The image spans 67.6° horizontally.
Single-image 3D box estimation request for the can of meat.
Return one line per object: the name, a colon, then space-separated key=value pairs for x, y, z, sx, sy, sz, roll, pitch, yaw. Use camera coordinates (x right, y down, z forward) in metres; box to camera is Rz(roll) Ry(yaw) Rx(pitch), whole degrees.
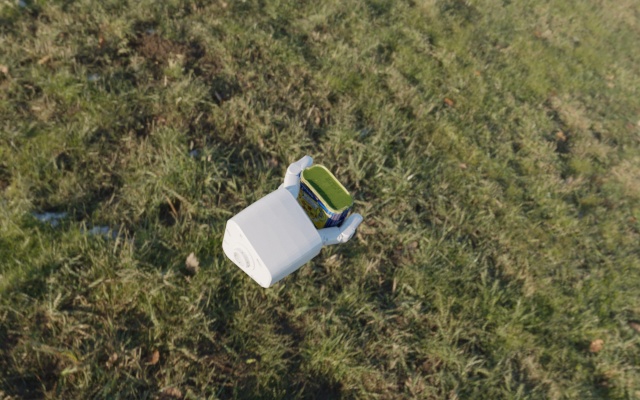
can of meat: x=0.000 y=0.002 z=0.784 sx=0.057 sy=0.102 sz=0.084 roll=-29 pitch=-22 yaw=-34
